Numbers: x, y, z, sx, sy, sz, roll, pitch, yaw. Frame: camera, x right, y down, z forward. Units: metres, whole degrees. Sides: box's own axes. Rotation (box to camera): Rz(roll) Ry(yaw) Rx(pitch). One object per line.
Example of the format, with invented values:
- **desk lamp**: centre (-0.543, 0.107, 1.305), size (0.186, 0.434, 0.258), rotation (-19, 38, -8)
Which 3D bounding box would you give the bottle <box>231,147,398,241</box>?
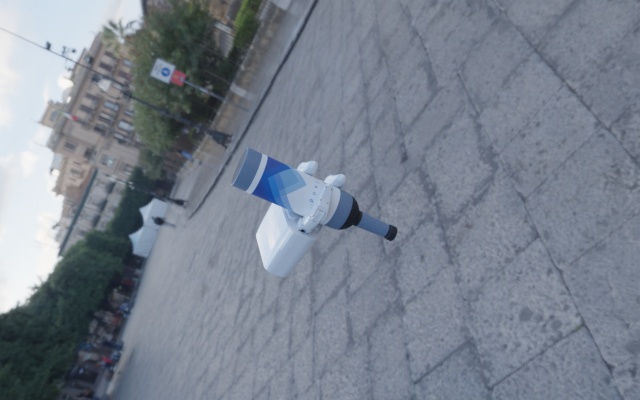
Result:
- **bottle**: centre (0.000, 0.002, 0.799), size (0.296, 0.069, 0.069), rotation (24, -8, -17)
